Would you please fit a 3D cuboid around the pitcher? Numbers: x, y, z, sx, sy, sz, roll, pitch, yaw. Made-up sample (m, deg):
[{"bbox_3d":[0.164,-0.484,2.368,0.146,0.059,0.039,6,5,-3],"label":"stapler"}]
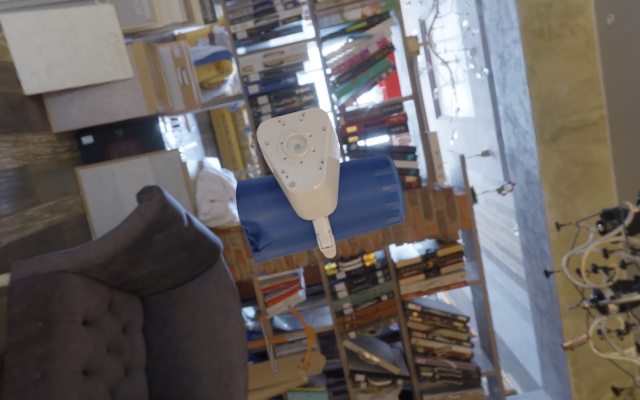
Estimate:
[{"bbox_3d":[0.000,0.002,0.743,0.243,0.149,0.145,-13,-20,3],"label":"pitcher"}]
